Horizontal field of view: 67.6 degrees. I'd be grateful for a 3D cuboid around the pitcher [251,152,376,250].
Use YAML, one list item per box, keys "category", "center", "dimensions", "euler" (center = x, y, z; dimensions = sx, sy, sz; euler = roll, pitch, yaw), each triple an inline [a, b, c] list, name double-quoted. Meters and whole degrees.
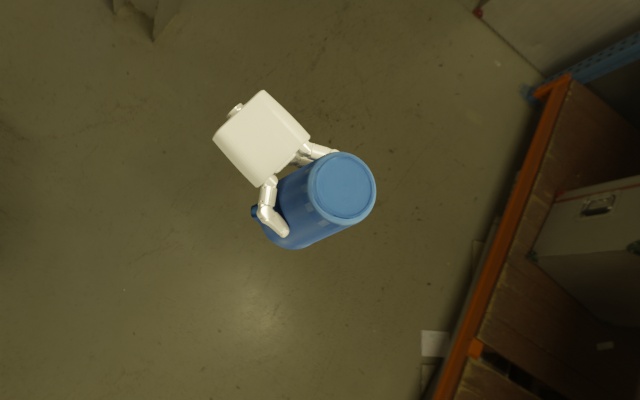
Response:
- category: "pitcher"
  center: [0.000, 0.002, 0.780]
  dimensions: [0.149, 0.145, 0.243]
  euler: [-46, 8, -23]
